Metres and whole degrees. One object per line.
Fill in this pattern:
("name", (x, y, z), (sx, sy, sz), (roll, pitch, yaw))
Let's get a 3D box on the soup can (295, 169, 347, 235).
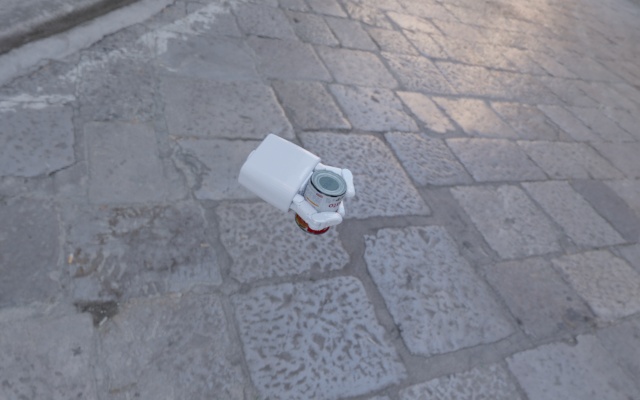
("soup can", (0.001, 0.003, 0.847), (0.068, 0.068, 0.102), (0, -44, -24))
